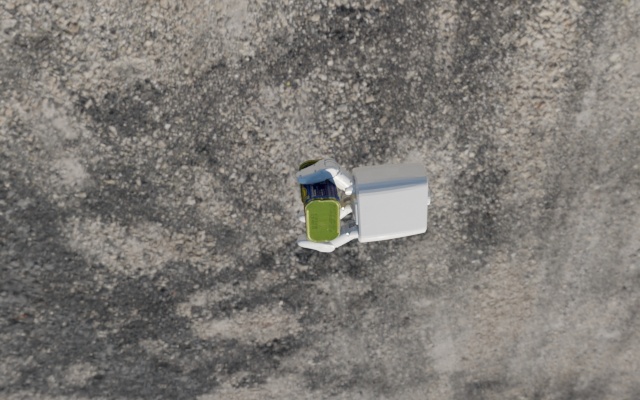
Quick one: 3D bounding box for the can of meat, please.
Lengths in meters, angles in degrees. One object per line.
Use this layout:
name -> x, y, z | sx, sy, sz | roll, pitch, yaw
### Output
can of meat -> 0.000, 0.003, 0.727 | 0.057, 0.083, 0.102 | -5, -43, -3
